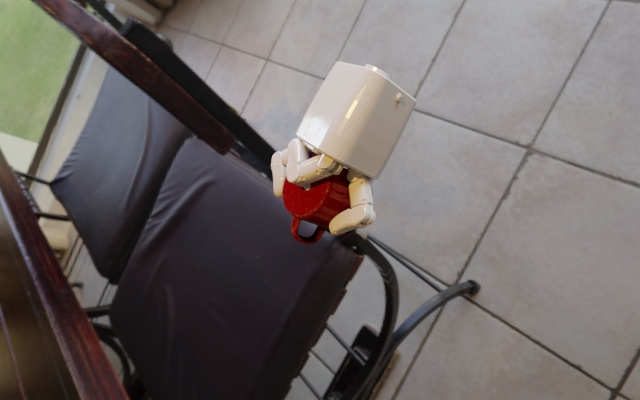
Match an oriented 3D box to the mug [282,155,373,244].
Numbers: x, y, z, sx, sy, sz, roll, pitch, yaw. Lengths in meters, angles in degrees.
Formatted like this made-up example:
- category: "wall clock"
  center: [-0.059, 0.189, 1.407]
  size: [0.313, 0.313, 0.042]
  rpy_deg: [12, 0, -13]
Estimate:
- category: "mug"
  center: [-0.001, 0.003, 0.612]
  size: [0.081, 0.117, 0.093]
  rpy_deg: [21, 12, -47]
